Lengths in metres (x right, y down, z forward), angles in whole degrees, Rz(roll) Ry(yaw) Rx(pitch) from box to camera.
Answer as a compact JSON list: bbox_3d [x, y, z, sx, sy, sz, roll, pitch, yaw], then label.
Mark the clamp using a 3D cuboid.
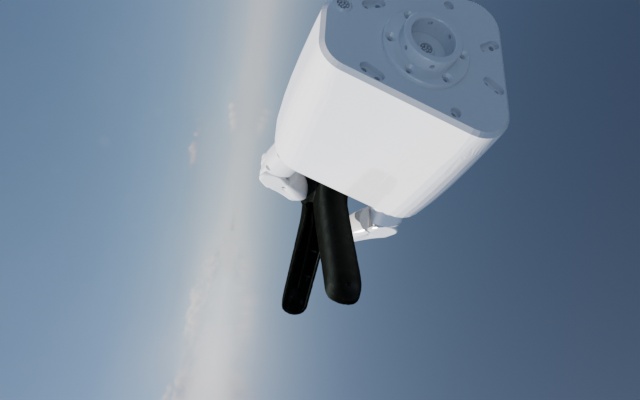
[{"bbox_3d":[-0.001,0.001,0.425,0.036,0.210,0.165,10,-25,-15],"label":"clamp"}]
